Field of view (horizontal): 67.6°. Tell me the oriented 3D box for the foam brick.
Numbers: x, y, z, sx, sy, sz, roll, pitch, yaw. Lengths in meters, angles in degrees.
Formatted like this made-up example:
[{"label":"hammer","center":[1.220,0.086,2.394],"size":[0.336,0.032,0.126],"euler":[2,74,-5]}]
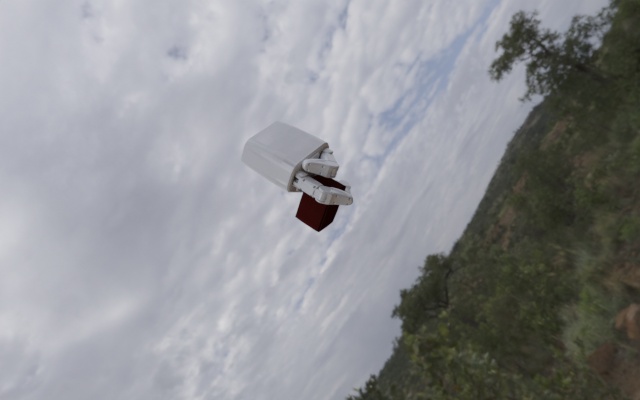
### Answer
[{"label":"foam brick","center":[0.000,0.003,0.809],"size":[0.051,0.078,0.053],"euler":[30,29,19]}]
